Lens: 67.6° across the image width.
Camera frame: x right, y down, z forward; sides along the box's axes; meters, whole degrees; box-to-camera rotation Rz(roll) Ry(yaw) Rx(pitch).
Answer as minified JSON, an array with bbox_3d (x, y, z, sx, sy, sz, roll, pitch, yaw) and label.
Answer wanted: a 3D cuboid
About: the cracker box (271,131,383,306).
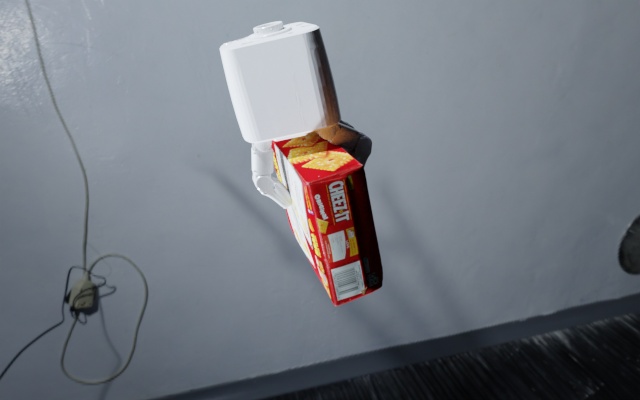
[{"bbox_3d":[0.000,0.002,0.607,0.072,0.164,0.213,-18,27,-10],"label":"cracker box"}]
